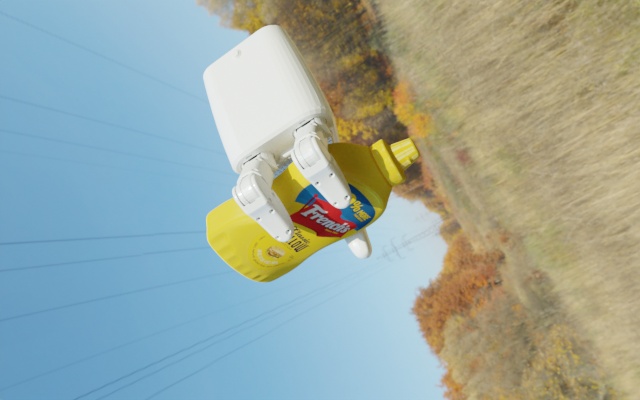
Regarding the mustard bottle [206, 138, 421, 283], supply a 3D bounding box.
[{"bbox_3d":[0.000,0.002,0.425,0.191,0.058,0.096,-31,-48,15],"label":"mustard bottle"}]
